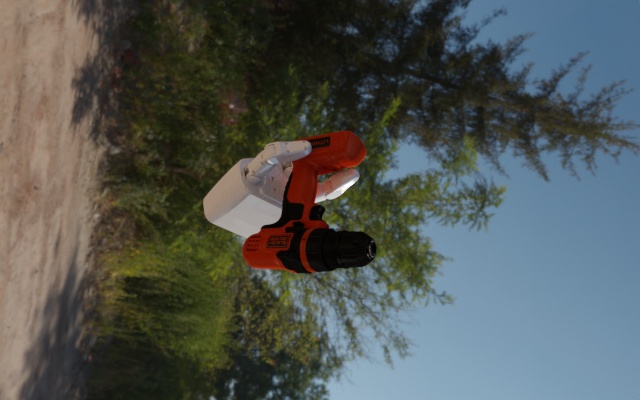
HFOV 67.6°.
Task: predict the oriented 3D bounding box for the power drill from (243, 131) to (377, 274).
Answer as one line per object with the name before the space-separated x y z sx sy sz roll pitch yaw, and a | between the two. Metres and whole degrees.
power drill | 0.000 0.002 0.598 0.184 0.187 0.057 -4 -36 34
